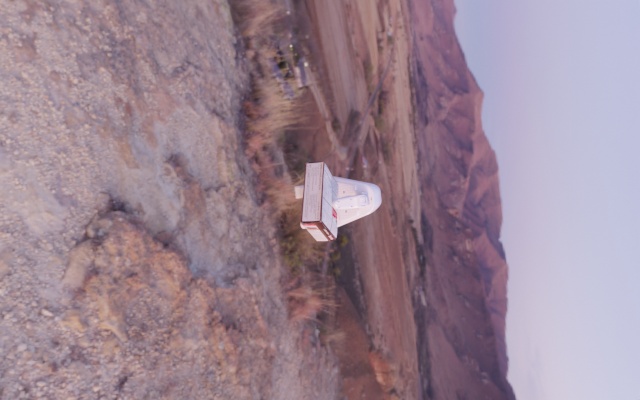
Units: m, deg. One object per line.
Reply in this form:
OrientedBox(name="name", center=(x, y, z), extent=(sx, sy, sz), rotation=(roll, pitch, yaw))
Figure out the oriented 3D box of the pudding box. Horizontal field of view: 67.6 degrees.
OrientedBox(name="pudding box", center=(0.000, 0.003, 0.810), extent=(0.039, 0.113, 0.090), rotation=(-7, -26, 17))
